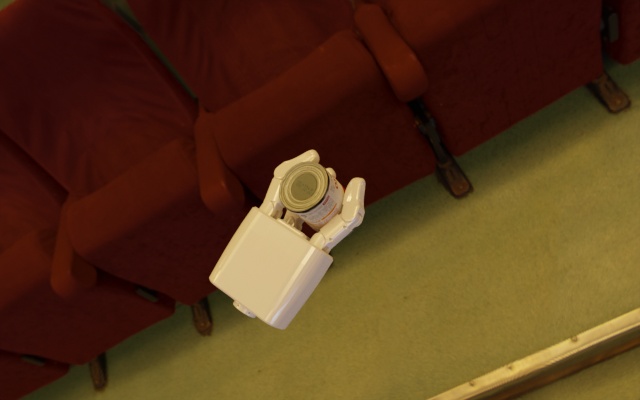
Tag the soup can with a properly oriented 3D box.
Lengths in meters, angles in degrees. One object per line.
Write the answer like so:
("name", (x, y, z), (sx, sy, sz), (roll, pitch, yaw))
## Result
("soup can", (0.000, 0.001, 0.597), (0.068, 0.068, 0.102), (0, -22, 27))
